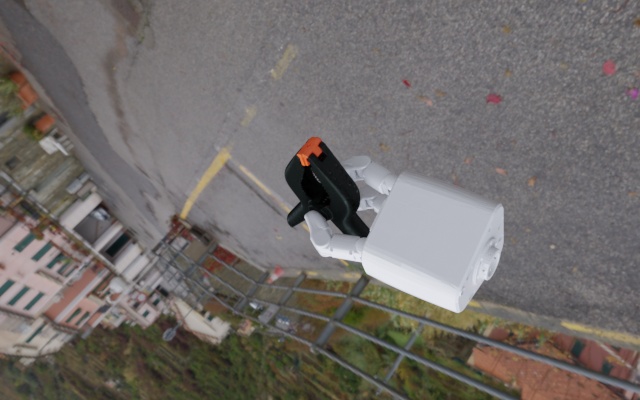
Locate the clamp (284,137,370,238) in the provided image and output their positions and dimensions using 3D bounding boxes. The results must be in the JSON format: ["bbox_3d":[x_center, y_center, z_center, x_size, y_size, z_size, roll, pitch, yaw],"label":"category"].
[{"bbox_3d":[0.000,0.002,0.568,0.164,0.036,0.210,20,-28,32],"label":"clamp"}]
